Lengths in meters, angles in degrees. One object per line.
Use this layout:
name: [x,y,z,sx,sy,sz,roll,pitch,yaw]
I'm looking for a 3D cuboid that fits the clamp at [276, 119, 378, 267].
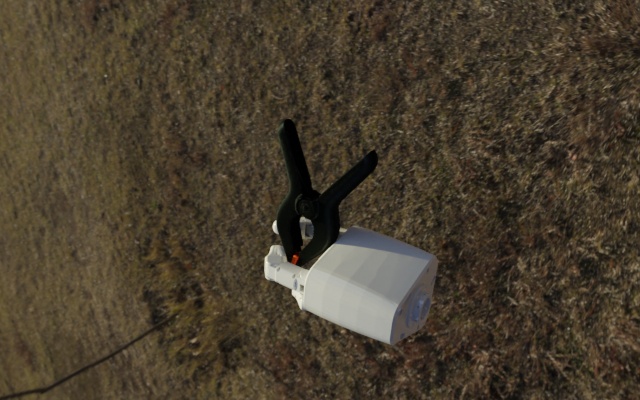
clamp: [0.000,0.002,0.534,0.120,0.171,0.039,17,24,31]
